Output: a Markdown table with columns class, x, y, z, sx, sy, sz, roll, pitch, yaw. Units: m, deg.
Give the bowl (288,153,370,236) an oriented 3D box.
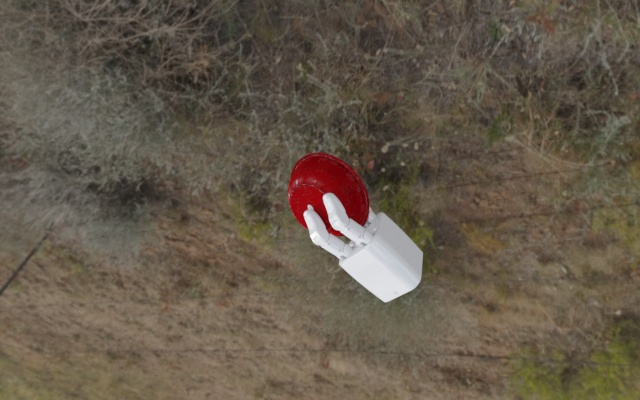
| class | x | y | z | sx | sy | sz | roll | pitch | yaw |
| --- | --- | --- | --- | --- | --- | --- | --- | --- | --- |
| bowl | -0.001 | 0.002 | 0.812 | 0.162 | 0.162 | 0.055 | 0 | 26 | 37 |
